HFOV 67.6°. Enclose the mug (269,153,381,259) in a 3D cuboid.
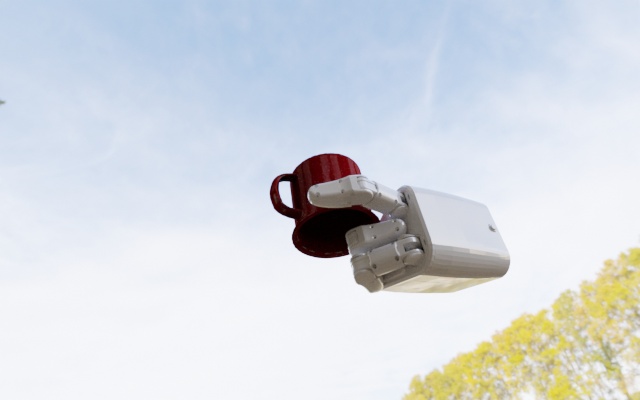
[{"bbox_3d":[-0.001,0.001,0.508,0.117,0.081,0.093,11,-43,-25],"label":"mug"}]
